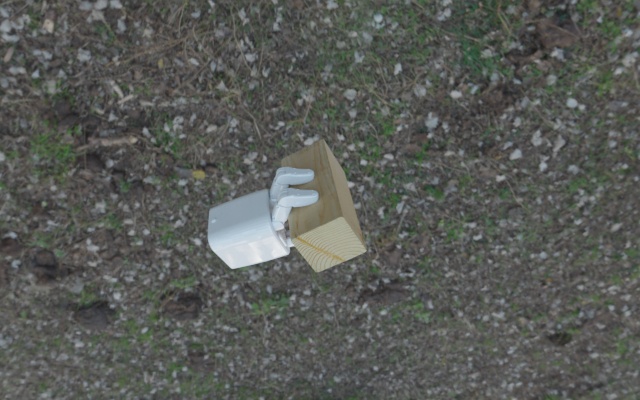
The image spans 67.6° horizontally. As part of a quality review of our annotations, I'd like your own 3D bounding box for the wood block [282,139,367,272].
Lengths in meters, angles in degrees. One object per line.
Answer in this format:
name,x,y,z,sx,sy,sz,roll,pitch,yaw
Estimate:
wood block,0.000,0.003,0.794,0.090,0.206,0.091,-25,-50,12
